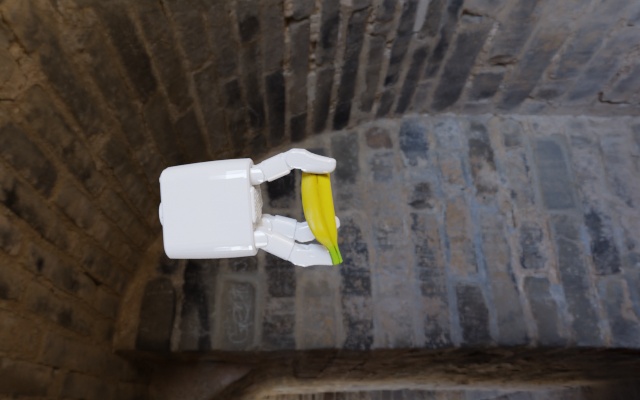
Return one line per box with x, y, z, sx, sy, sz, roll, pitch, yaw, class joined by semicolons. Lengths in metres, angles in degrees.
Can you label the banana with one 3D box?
-0.003;-0.010;0.602;0.037;0.070;0.197;-9;39;4;banana
